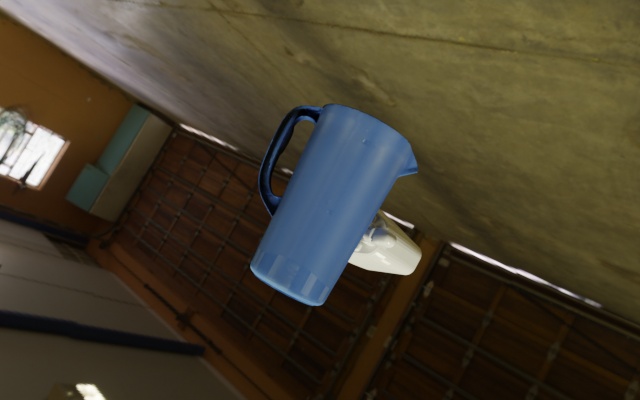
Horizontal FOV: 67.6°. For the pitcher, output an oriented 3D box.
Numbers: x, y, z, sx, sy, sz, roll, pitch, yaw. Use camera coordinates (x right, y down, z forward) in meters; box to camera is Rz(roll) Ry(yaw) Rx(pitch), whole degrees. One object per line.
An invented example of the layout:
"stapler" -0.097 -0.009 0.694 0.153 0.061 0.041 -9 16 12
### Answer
"pitcher" 0.000 0.002 0.624 0.149 0.243 0.145 23 -7 46
